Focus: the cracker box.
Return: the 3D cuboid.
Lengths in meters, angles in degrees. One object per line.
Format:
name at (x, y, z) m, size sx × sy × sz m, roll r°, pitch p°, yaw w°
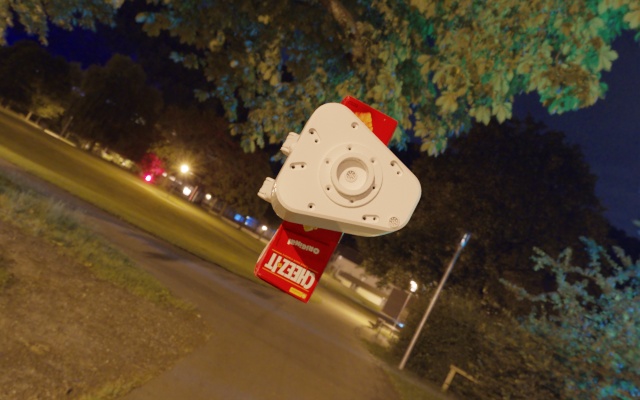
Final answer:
cracker box at (0.000, 0.002, 0.568) m, size 0.072 × 0.213 × 0.164 m, roll 28°, pitch -6°, yaw -2°
